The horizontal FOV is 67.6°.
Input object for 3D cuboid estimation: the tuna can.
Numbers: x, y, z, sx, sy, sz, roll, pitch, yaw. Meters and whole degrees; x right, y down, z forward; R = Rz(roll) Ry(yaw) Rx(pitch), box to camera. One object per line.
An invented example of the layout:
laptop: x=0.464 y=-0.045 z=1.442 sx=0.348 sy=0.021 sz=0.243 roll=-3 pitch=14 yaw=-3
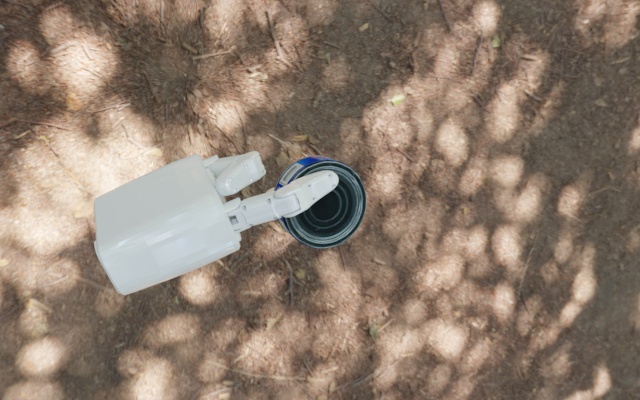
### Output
tuna can: x=0.000 y=0.002 z=0.454 sx=0.086 sy=0.086 sz=0.033 roll=0 pitch=11 yaw=-21
